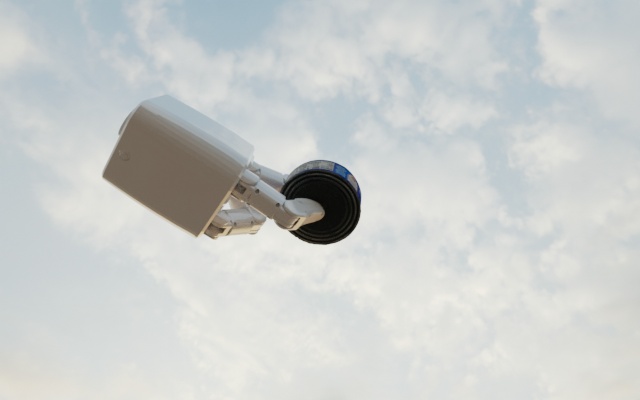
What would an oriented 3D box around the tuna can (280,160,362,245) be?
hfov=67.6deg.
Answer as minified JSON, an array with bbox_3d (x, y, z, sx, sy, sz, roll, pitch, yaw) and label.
[{"bbox_3d":[0.000,0.001,0.498,0.086,0.086,0.033,0,26,7],"label":"tuna can"}]
